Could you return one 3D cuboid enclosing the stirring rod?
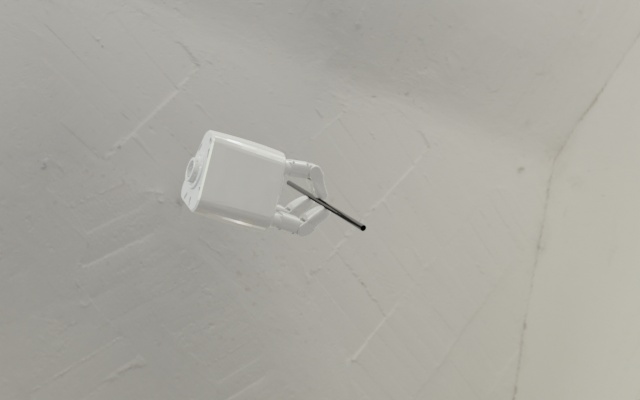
[{"bbox_3d":[0.000,0.002,0.697,0.011,0.011,0.239,0,15,-27],"label":"stirring rod"}]
